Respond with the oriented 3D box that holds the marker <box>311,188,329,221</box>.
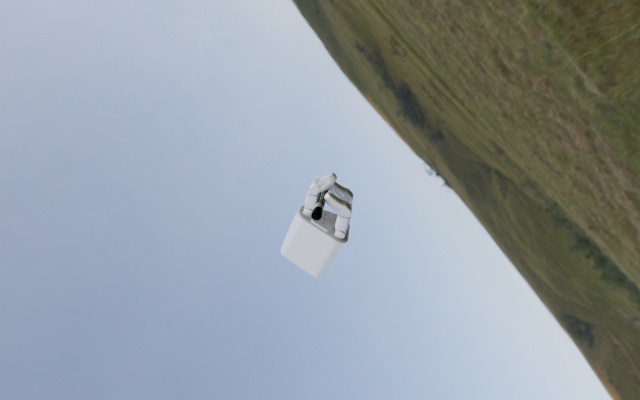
[{"bbox_3d":[0.000,0.003,0.887,0.020,0.020,0.121,0,27,8],"label":"marker"}]
